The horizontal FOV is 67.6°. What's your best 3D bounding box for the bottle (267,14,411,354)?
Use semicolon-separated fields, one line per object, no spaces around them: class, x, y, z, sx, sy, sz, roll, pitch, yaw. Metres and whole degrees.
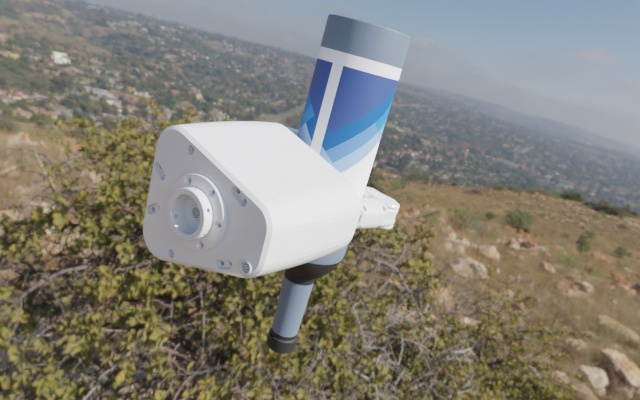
bottle;0.000;0.001;0.410;0.069;0.296;0.069;14;17;-4
